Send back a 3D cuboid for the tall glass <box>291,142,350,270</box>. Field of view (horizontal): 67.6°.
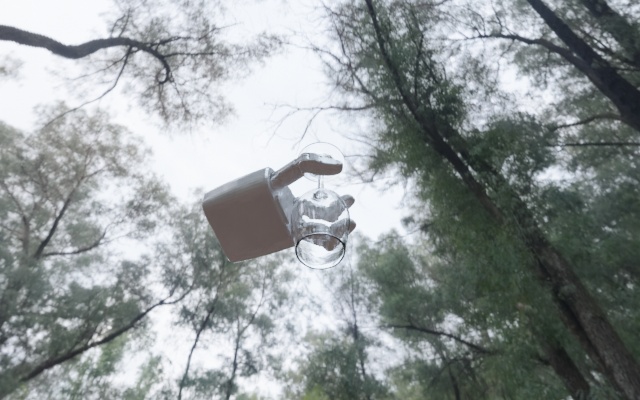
[{"bbox_3d":[0.000,0.002,0.658,0.079,0.079,0.200,0,37,0],"label":"tall glass"}]
